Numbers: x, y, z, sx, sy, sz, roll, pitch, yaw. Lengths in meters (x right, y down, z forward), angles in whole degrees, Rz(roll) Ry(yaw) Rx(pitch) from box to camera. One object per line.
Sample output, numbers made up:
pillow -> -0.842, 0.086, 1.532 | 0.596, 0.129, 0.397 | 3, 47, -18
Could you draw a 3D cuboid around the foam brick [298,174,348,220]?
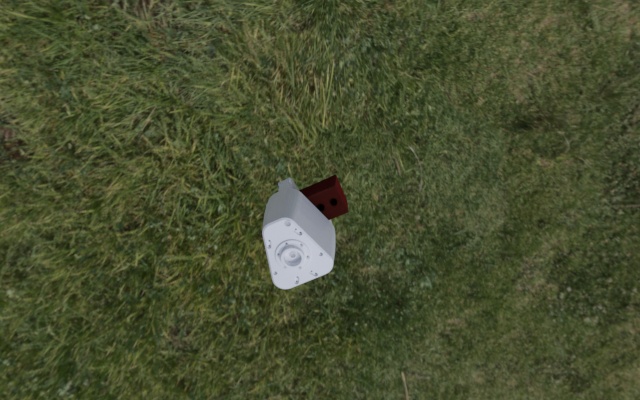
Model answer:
foam brick -> 0.000, 0.002, 0.769 | 0.078, 0.053, 0.051 | -24, 19, 10
